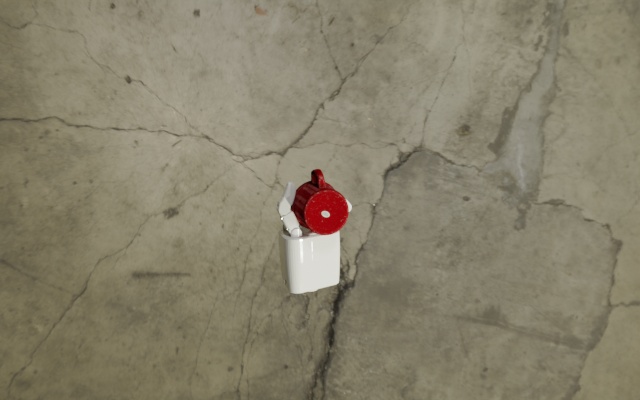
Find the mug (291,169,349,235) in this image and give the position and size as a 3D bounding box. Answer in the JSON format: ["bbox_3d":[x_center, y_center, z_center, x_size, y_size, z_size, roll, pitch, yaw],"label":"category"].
[{"bbox_3d":[0.000,0.001,0.841,0.093,0.117,0.081,-5,11,-14],"label":"mug"}]
